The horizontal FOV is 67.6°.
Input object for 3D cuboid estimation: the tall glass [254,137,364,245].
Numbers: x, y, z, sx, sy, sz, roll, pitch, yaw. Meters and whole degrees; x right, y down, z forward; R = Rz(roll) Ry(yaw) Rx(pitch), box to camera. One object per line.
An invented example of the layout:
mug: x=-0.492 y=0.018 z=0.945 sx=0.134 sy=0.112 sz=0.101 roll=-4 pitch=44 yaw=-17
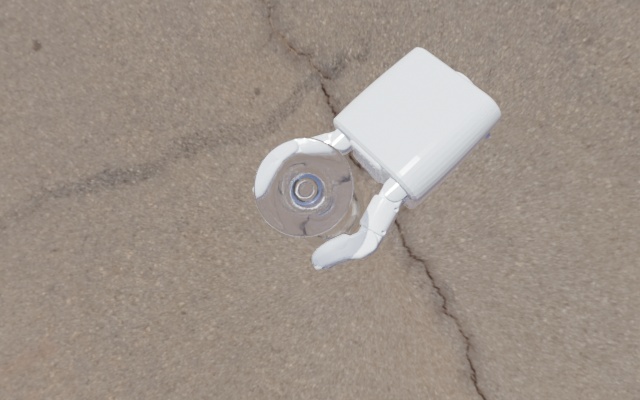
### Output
tall glass: x=0.000 y=0.001 z=0.446 sx=0.079 sy=0.079 sz=0.201 roll=0 pitch=-7 yaw=7
